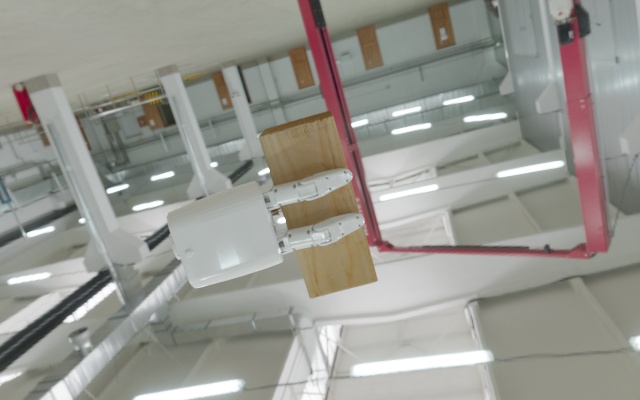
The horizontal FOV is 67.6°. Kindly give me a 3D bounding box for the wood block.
[{"bbox_3d":[0.000,0.002,0.596,0.090,0.206,0.090,-15,15,3],"label":"wood block"}]
